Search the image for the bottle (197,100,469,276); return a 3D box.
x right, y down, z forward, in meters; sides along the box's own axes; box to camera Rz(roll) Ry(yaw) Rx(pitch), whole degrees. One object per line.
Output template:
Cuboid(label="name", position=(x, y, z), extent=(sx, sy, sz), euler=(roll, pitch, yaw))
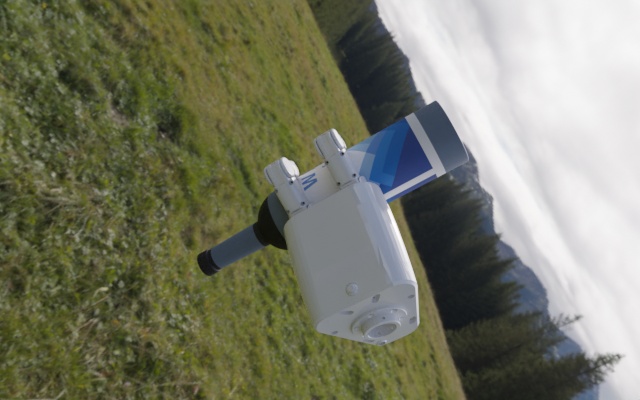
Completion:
Cuboid(label="bottle", position=(0.000, 0.001, 0.489), extent=(0.296, 0.069, 0.069), euler=(-29, -7, 12))
